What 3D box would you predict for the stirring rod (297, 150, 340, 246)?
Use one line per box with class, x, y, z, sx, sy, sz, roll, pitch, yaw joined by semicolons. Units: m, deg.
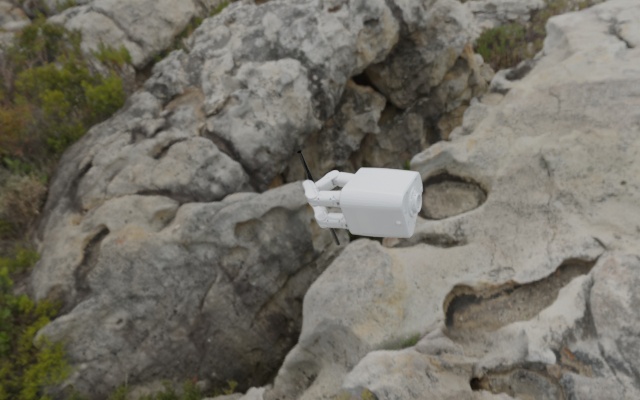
stirring rod;0.000;0.003;0.878;0.011;0.011;0.240;0;-44;24
